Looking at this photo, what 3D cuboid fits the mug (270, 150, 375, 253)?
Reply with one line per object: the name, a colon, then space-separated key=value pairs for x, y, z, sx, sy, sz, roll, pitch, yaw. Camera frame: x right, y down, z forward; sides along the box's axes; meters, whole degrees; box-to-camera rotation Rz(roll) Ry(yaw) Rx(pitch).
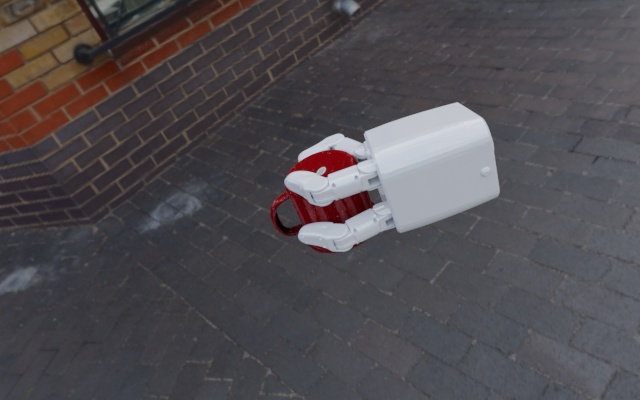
mug: x=-0.001 y=0.002 z=0.531 sx=0.117 sy=0.081 sz=0.093 roll=-20 pitch=35 yaw=6
